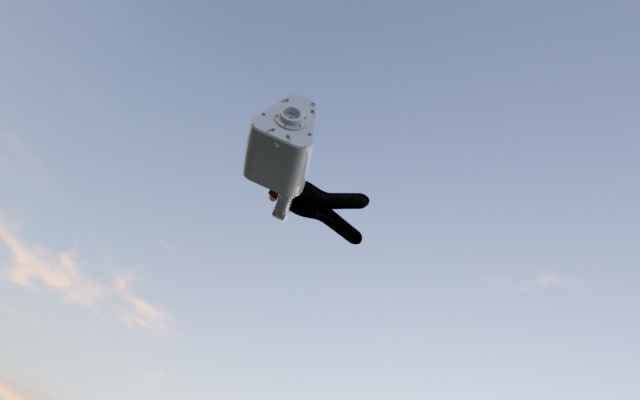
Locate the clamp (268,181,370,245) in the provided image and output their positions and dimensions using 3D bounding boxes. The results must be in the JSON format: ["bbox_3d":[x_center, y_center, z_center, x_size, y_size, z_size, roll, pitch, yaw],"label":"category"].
[{"bbox_3d":[0.000,0.002,0.756,0.171,0.039,0.120,24,-40,5],"label":"clamp"}]
